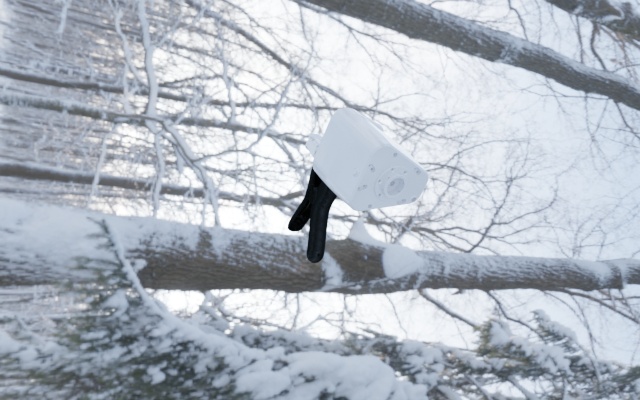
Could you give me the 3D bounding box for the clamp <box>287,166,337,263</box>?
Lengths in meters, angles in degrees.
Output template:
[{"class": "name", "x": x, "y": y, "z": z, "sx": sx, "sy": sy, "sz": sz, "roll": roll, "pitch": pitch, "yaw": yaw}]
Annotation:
[{"class": "clamp", "x": 0.001, "y": 0.002, "z": 0.694, "sx": 0.039, "sy": 0.171, "sz": 0.120, "roll": 7, "pitch": 28, "yaw": -29}]
